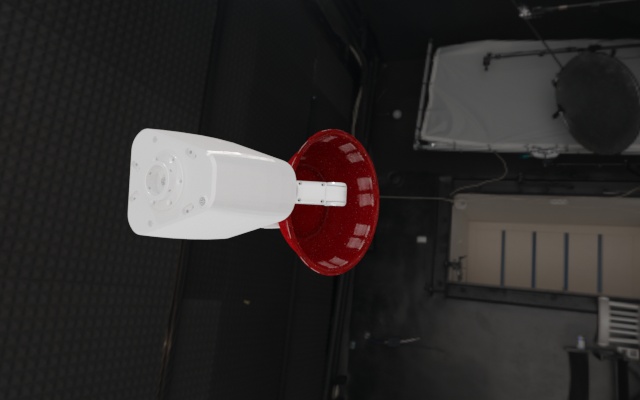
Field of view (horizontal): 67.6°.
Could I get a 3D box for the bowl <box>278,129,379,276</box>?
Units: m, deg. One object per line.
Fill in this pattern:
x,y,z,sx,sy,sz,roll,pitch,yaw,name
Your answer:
0.001,0.002,0.548,0.055,0.162,0.162,1,1,42,bowl
